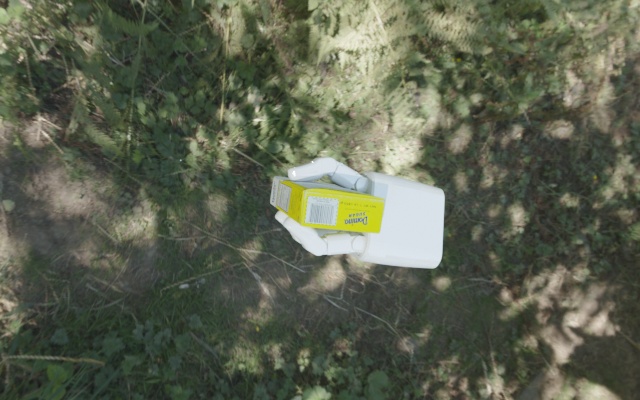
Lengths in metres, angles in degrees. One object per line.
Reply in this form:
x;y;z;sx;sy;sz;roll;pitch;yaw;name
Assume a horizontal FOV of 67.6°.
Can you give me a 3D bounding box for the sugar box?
0.000;0.002;0.584;0.093;0.048;0.176;7;3;-16;sugar box
